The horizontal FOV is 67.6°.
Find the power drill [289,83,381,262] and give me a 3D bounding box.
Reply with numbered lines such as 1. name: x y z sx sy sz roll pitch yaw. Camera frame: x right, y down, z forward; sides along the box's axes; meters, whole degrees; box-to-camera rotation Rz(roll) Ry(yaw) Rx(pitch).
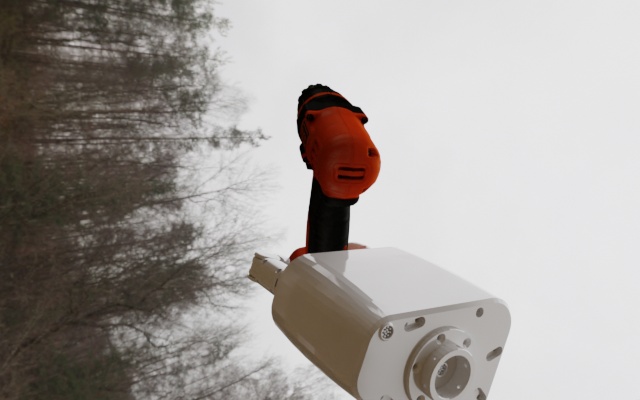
1. power drill: 0.000 0.002 0.420 0.057 0.188 0.184 1 26 -7
